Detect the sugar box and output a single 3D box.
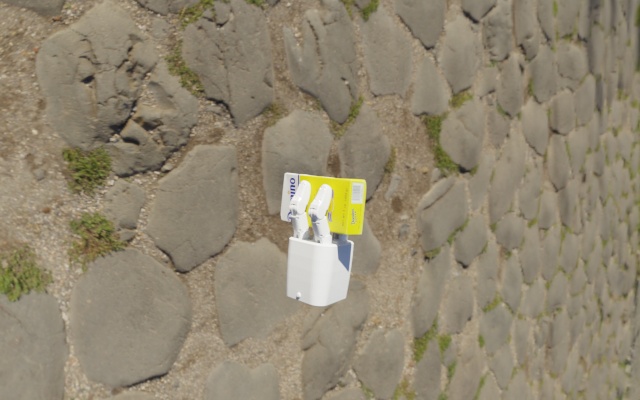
[{"bbox_3d":[0.000,0.003,0.846,0.176,0.093,0.048,8,3,45],"label":"sugar box"}]
